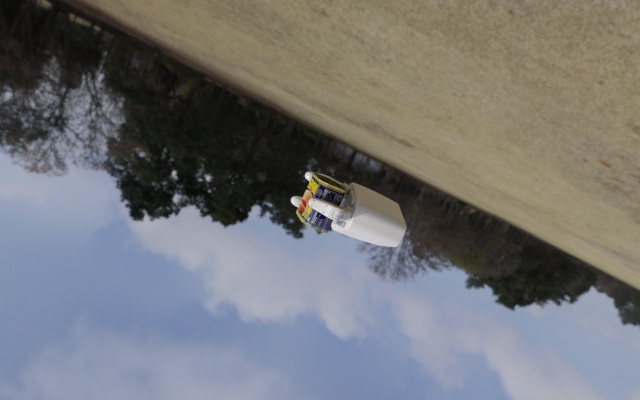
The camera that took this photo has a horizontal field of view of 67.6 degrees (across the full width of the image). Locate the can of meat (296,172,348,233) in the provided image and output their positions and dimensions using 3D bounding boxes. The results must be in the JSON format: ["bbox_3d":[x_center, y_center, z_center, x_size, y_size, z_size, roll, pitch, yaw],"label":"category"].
[{"bbox_3d":[0.000,0.003,0.868,0.057,0.084,0.102,21,8,-16],"label":"can of meat"}]
